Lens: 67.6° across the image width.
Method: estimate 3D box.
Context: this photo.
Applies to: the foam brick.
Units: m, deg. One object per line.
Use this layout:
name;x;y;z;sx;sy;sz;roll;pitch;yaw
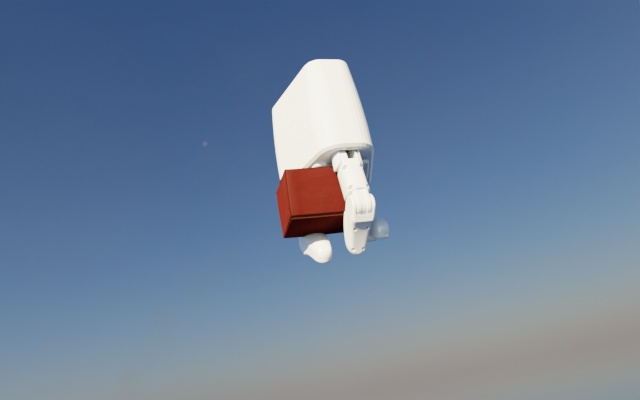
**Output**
foam brick;0.000;0.002;0.467;0.078;0.051;0.053;-5;-24;-17
